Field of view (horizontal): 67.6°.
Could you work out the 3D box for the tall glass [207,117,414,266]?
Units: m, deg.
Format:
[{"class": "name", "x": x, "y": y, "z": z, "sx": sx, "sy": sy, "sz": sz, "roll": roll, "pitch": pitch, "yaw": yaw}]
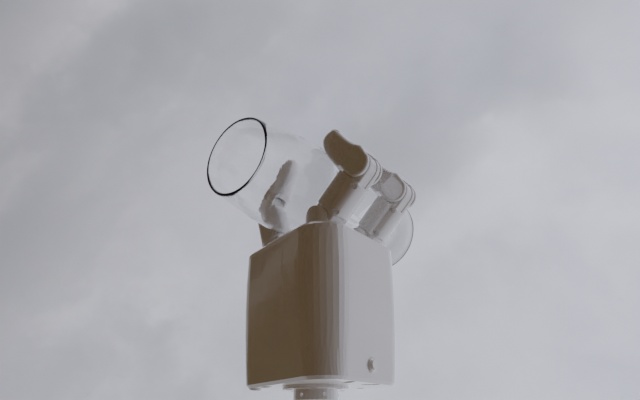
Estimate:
[{"class": "tall glass", "x": 0.000, "y": 0.001, "z": 0.412, "sx": 0.079, "sy": 0.079, "sz": 0.201, "roll": 0, "pitch": -20, "yaw": 41}]
